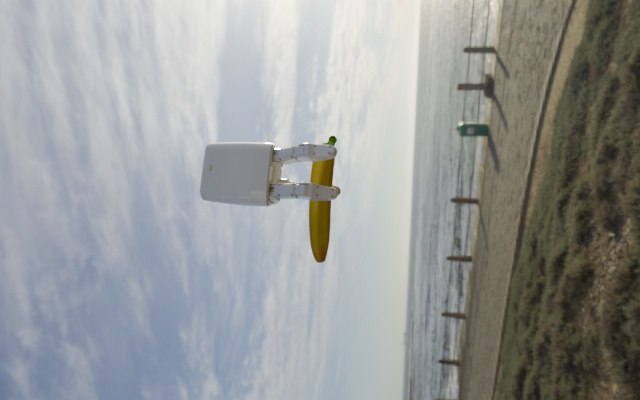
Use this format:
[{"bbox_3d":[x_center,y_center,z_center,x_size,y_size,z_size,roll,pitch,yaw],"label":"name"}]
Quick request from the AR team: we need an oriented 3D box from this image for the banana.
[{"bbox_3d":[0.000,-0.004,0.752,0.037,0.198,0.069,4,11,0],"label":"banana"}]
